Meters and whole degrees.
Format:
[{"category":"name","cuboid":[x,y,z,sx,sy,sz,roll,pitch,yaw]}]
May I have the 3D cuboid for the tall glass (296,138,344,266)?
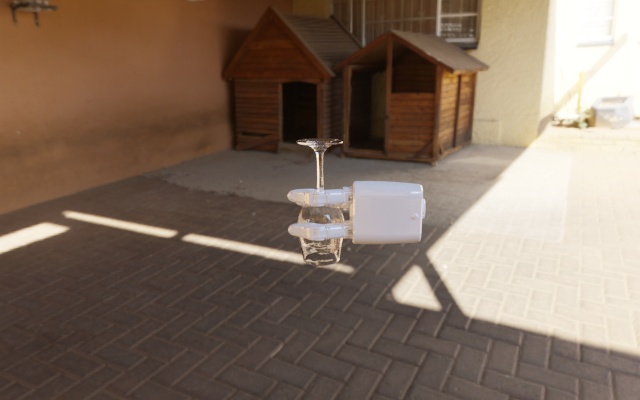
[{"category":"tall glass","cuboid":[0.000,0.002,0.780,0.079,0.201,0.079,0,14,0]}]
